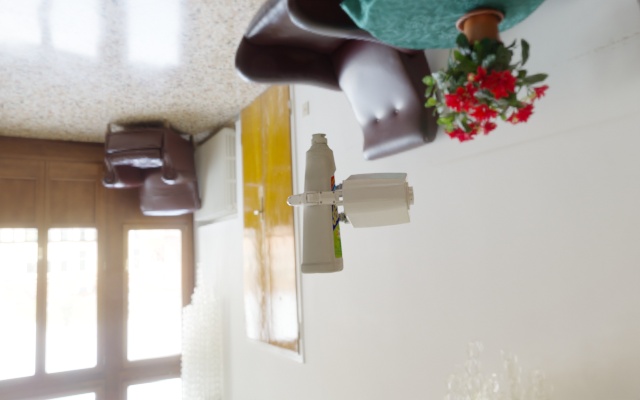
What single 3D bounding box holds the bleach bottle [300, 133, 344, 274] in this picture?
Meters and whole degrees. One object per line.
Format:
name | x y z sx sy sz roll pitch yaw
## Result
bleach bottle | 0.000 0.003 0.858 0.068 0.251 0.102 -4 -6 14
